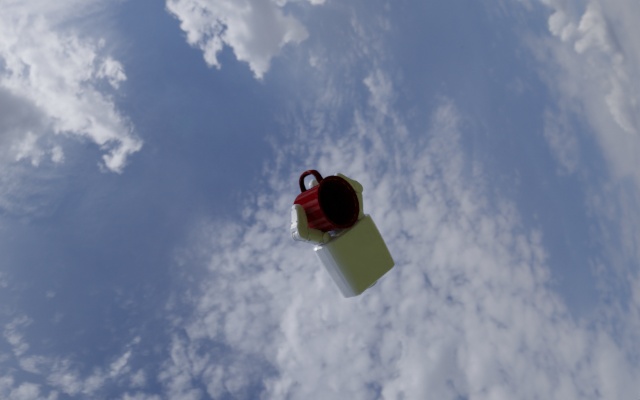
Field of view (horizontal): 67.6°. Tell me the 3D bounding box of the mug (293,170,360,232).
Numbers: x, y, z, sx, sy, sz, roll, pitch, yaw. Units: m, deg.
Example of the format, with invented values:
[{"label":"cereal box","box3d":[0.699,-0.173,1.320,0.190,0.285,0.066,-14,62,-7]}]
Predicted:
[{"label":"mug","box3d":[-0.001,0.002,0.819,0.081,0.117,0.093,-24,9,47]}]
